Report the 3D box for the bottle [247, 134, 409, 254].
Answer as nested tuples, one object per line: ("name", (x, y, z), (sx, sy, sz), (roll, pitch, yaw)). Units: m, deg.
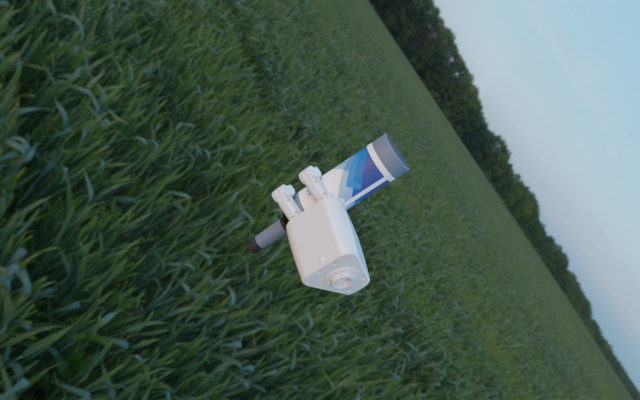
("bottle", (0.000, 0.002, 0.774), (0.296, 0.069, 0.069), (-33, -11, 17))
